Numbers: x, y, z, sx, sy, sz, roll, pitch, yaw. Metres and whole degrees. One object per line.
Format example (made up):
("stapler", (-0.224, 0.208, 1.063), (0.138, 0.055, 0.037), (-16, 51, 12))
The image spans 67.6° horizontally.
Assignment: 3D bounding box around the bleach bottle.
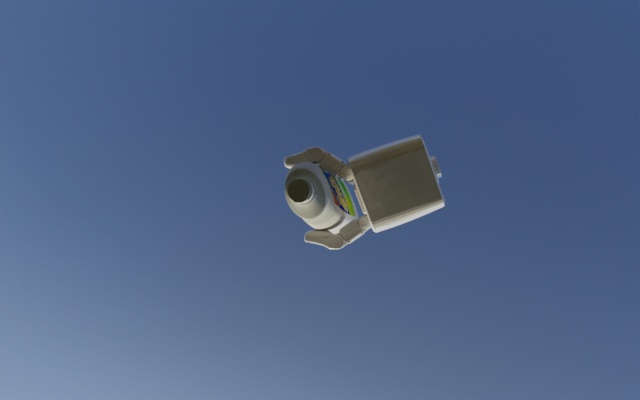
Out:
("bleach bottle", (0.000, 0.002, 0.683), (0.068, 0.102, 0.251), (-21, -6, 9))
